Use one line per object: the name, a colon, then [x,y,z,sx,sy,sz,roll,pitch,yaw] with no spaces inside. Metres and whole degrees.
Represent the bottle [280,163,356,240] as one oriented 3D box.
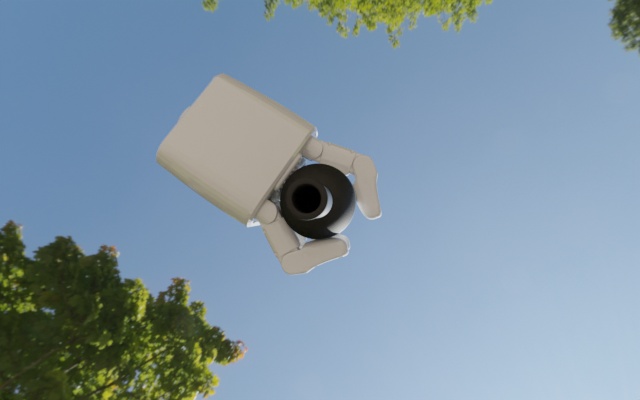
bottle: [0.000,0.002,0.452,0.069,0.069,0.296,0,-1,4]
